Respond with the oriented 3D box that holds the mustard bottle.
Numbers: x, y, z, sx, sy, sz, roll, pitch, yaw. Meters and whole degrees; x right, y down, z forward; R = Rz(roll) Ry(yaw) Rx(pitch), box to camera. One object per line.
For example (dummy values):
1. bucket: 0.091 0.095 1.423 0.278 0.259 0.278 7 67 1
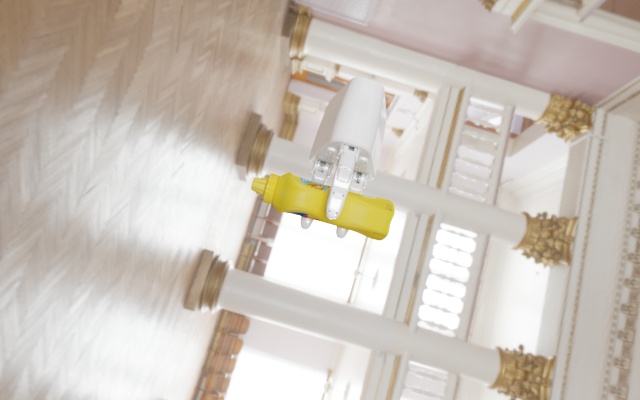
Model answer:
1. mustard bottle: 0.000 0.003 0.650 0.191 0.058 0.096 16 4 -2
